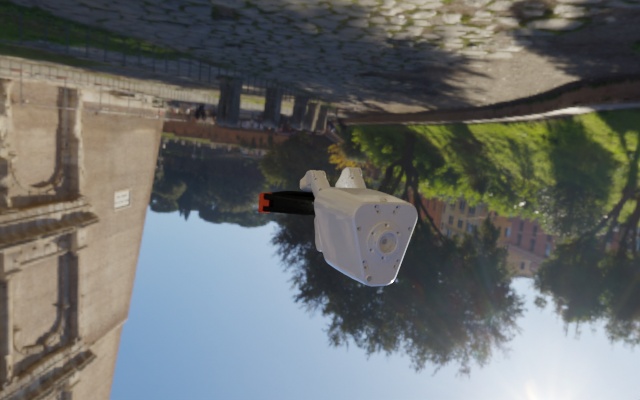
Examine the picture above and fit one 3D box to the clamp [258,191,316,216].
[{"bbox_3d":[0.000,0.003,0.734,0.210,0.036,0.164,1,8,-25],"label":"clamp"}]
